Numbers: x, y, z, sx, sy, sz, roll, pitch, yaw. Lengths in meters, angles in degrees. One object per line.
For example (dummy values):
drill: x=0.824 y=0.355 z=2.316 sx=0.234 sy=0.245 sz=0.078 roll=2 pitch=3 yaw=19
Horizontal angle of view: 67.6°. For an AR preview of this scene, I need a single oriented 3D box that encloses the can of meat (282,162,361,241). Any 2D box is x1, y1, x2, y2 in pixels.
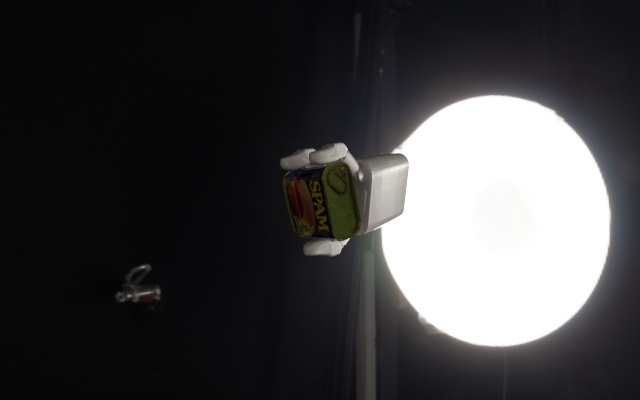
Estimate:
can of meat: x=0.000 y=0.002 z=0.655 sx=0.084 sy=0.102 sz=0.057 roll=-2 pitch=14 yaw=45
